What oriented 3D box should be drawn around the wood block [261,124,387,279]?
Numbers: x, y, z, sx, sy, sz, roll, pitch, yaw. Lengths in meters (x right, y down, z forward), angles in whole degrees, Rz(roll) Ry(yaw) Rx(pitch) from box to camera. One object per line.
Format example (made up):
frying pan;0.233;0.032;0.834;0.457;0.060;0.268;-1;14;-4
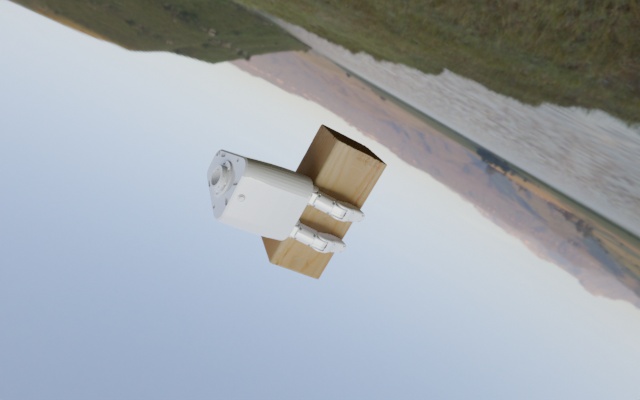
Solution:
wood block;0.000;0.002;0.729;0.090;0.206;0.090;23;16;-25
